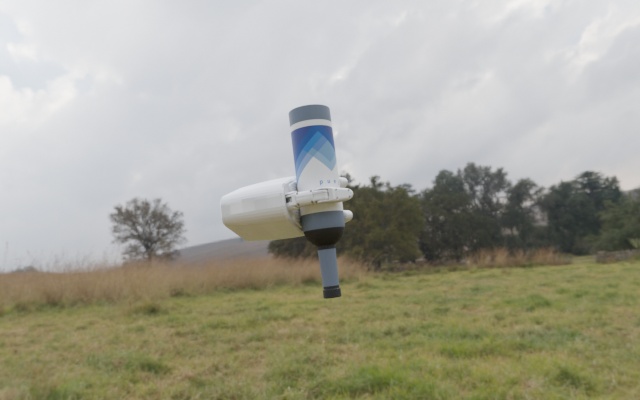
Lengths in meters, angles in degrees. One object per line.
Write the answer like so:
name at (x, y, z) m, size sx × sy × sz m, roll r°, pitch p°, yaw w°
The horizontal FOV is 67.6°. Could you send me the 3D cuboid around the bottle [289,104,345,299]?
bottle at (0.000, 0.002, 0.743) m, size 0.069 × 0.295 × 0.069 m, roll -7°, pitch -7°, yaw -1°
